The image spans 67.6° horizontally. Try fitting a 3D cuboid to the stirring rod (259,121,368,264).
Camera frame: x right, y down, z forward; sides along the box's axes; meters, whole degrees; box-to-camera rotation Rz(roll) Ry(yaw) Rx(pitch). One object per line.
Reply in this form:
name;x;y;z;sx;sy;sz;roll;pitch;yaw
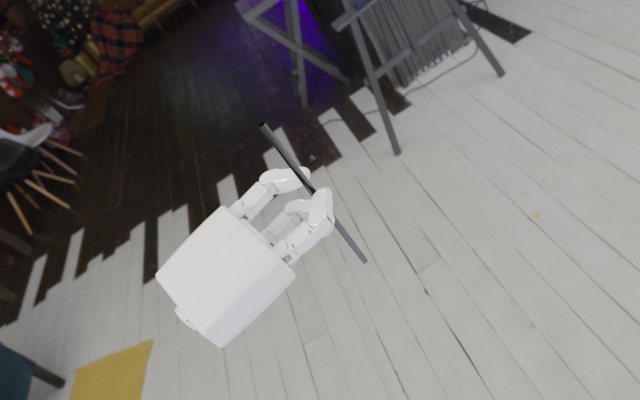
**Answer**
stirring rod;0.000;0.002;0.537;0.011;0.011;0.240;0;-39;37
